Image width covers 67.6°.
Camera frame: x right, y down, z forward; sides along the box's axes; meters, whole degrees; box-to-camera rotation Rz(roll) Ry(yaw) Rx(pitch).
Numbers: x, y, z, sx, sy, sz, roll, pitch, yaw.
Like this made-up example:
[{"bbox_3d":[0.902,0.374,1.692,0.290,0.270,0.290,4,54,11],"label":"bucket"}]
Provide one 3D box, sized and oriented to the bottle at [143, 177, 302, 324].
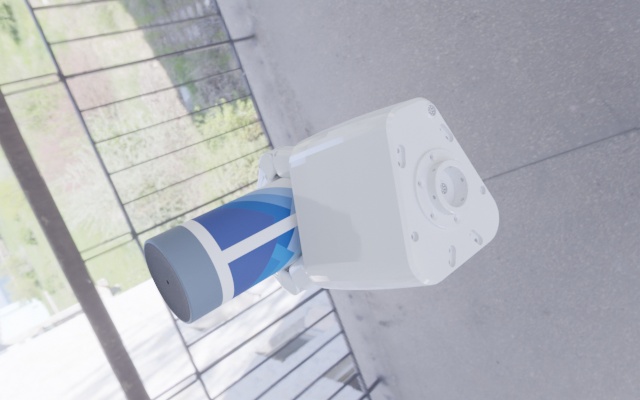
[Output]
[{"bbox_3d":[0.000,0.001,0.416,0.295,0.069,0.069,-28,16,-34],"label":"bottle"}]
